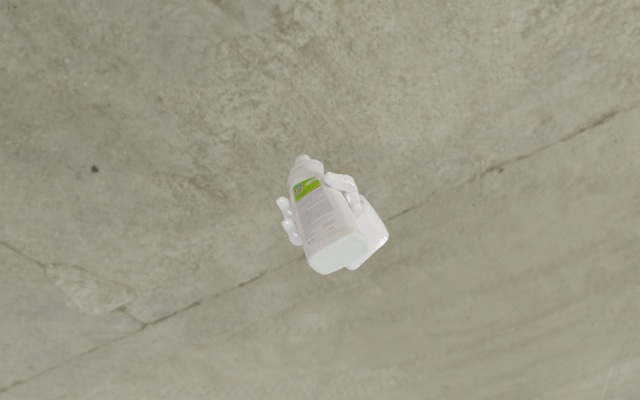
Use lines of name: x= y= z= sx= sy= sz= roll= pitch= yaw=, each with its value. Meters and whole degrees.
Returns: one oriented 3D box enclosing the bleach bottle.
bleach bottle: x=0.000 y=0.003 z=0.828 sx=0.102 sy=0.250 sz=0.068 roll=-30 pitch=-46 yaw=12
